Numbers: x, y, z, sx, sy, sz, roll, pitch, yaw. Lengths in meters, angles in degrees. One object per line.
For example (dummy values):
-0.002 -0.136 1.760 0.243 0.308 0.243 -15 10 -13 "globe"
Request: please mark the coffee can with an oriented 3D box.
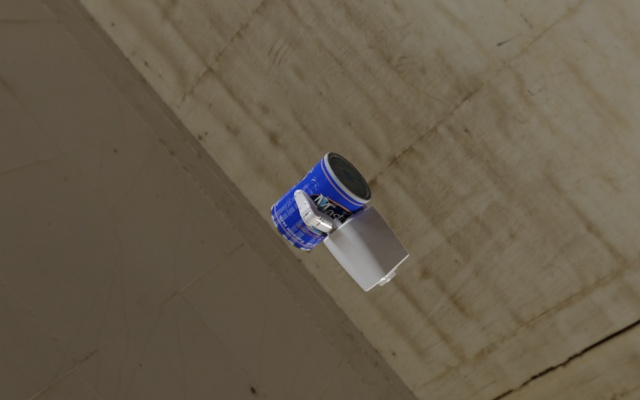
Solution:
0.000 0.002 0.800 0.140 0.102 0.103 -42 -20 24 "coffee can"
